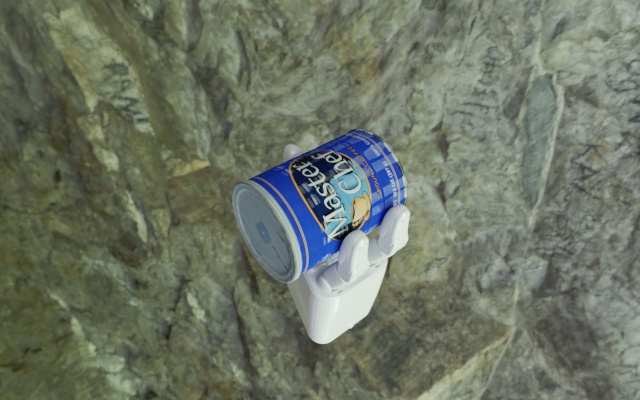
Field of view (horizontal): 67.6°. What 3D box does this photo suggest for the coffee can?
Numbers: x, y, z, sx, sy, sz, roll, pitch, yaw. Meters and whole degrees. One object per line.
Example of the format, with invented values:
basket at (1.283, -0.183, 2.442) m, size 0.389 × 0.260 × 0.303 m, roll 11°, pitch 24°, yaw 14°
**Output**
coffee can at (0.000, 0.001, 0.468) m, size 0.140 × 0.103 × 0.103 m, roll -28°, pitch 15°, yaw -29°
